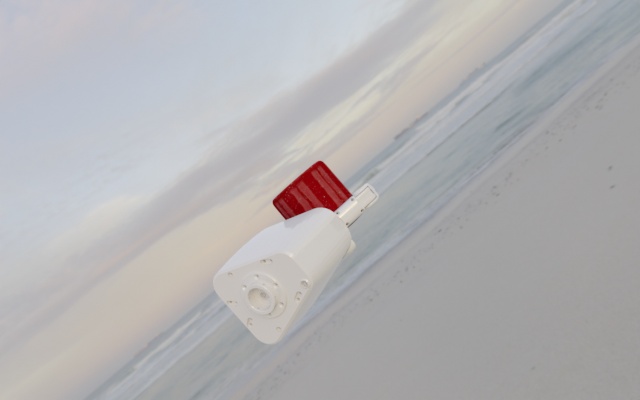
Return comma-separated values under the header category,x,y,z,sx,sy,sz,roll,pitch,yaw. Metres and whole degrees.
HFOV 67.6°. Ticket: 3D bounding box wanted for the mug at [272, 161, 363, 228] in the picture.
category,x,y,z,sx,sy,sz,roll,pitch,yaw
mug,0.001,0.001,0.593,0.093,0.081,0.117,-40,2,28
